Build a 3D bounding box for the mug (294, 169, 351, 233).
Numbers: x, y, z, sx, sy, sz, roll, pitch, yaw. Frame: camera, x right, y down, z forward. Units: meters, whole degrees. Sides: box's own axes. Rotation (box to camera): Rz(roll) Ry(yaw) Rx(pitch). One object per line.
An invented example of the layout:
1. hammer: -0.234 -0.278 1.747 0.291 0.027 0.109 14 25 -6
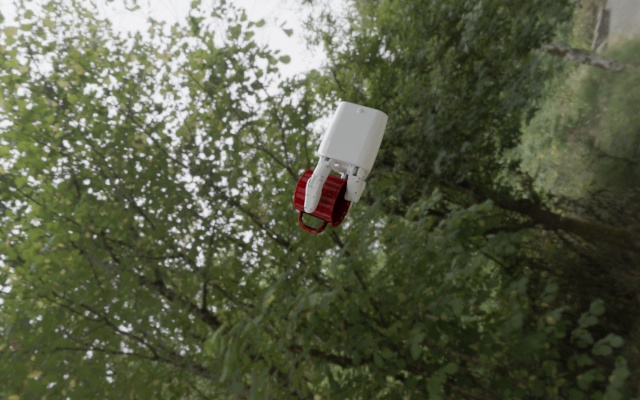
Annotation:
1. mug: -0.001 0.004 0.864 0.081 0.117 0.093 19 -11 20
